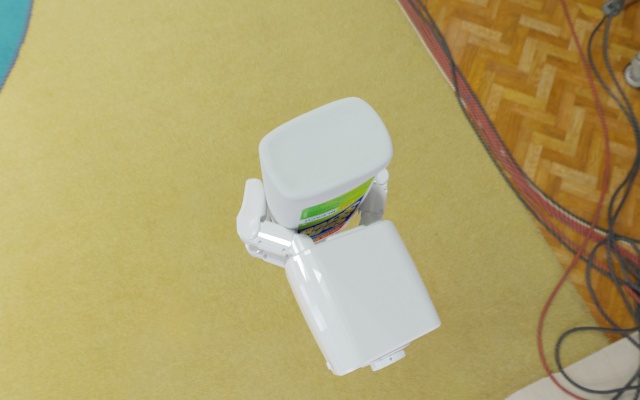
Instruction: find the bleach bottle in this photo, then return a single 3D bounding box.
[{"bbox_3d":[0.000,0.002,0.472,0.102,0.068,0.251,-24,-17,-9],"label":"bleach bottle"}]
